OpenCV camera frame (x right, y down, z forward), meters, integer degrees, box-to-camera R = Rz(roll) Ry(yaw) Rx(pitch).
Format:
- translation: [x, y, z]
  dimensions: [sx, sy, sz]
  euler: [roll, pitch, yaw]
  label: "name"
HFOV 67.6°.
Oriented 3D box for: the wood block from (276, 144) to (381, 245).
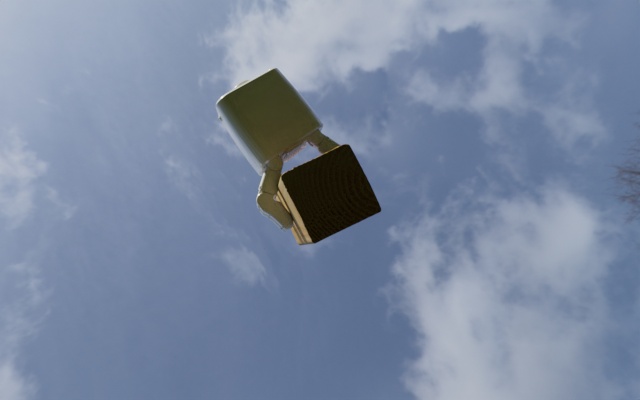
- translation: [0.000, 0.002, 0.640]
  dimensions: [0.091, 0.090, 0.206]
  euler: [-26, -2, -9]
  label: "wood block"
